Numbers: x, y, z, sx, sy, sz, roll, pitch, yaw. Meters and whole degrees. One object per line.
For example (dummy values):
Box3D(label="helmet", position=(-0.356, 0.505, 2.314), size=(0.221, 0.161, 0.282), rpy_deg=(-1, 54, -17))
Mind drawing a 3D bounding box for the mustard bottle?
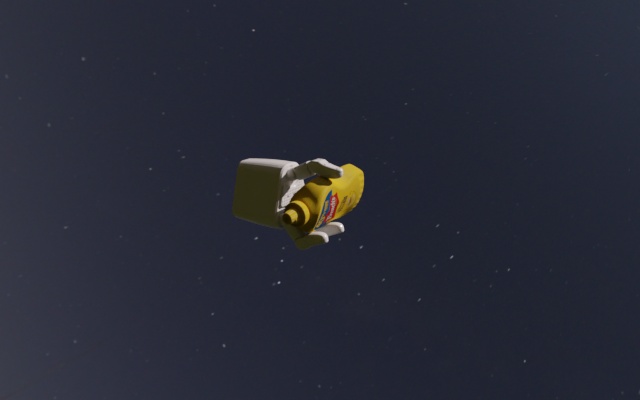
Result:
Box3D(label="mustard bottle", position=(0.001, 0.003, 0.797), size=(0.058, 0.096, 0.191), rpy_deg=(34, 32, 21))
